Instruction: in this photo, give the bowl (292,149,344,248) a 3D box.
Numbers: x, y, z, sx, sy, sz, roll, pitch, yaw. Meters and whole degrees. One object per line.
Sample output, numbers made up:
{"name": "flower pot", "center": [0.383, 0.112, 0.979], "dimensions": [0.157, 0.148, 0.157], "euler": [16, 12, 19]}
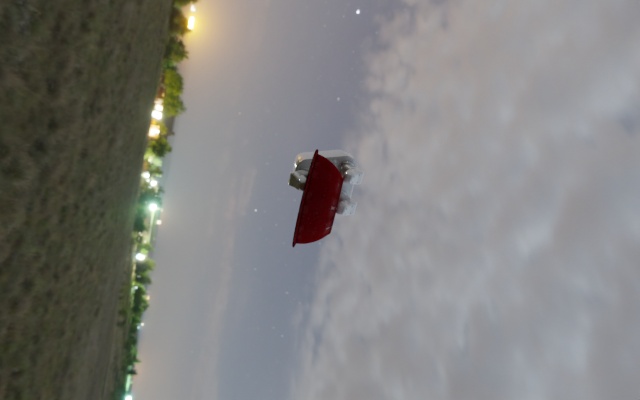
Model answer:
{"name": "bowl", "center": [0.000, 0.003, 0.762], "dimensions": [0.055, 0.162, 0.162], "euler": [14, 0, 1]}
